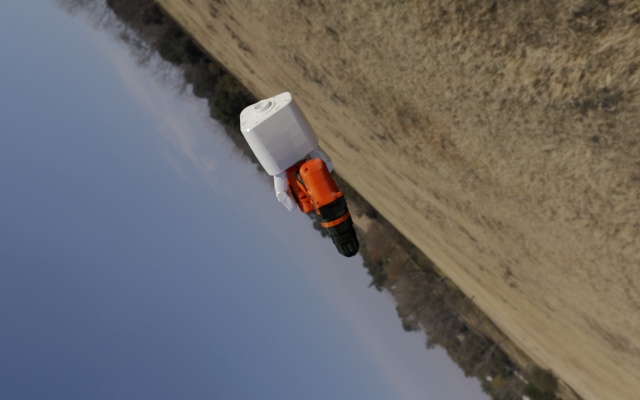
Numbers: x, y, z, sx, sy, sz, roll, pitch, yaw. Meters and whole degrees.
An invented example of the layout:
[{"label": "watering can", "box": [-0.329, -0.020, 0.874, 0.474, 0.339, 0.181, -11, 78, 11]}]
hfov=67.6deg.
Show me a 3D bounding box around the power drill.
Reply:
[{"label": "power drill", "box": [0.000, 0.003, 0.872, 0.057, 0.184, 0.187, -27, 18, -12]}]
